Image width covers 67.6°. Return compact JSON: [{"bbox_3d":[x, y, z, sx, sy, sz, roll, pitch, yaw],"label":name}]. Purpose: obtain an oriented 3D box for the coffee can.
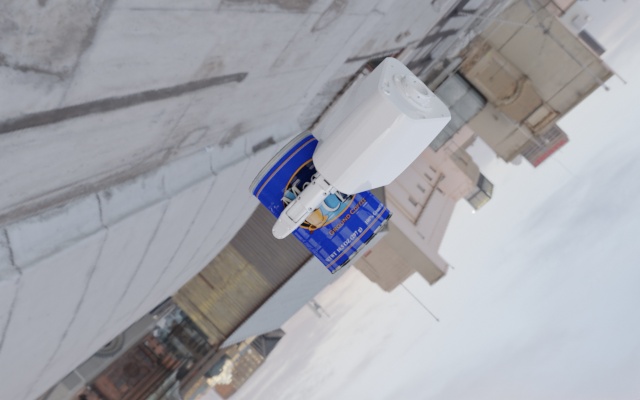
[{"bbox_3d":[0.000,0.002,0.568,0.140,0.103,0.103,45,-2,2],"label":"coffee can"}]
